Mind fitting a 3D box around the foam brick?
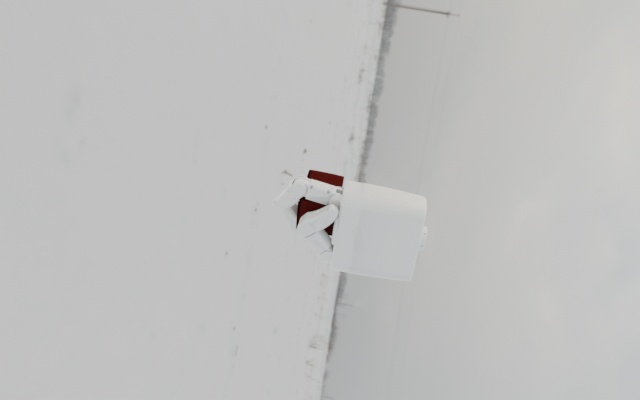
[{"bbox_3d":[0.000,0.002,0.658,0.051,0.053,0.078,10,35,5],"label":"foam brick"}]
